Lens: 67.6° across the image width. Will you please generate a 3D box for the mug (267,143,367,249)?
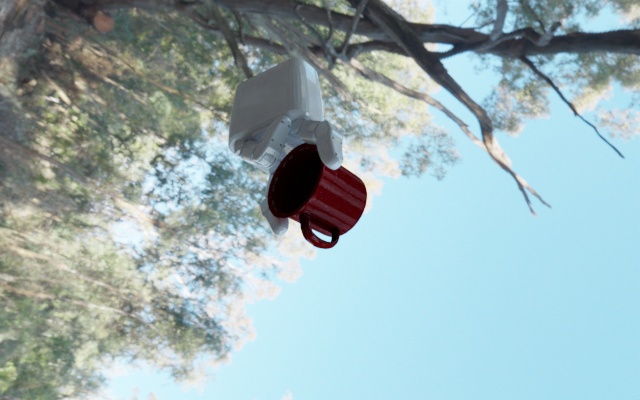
[{"bbox_3d":[0.000,0.003,0.542,0.081,0.117,0.093,29,-48,-36],"label":"mug"}]
